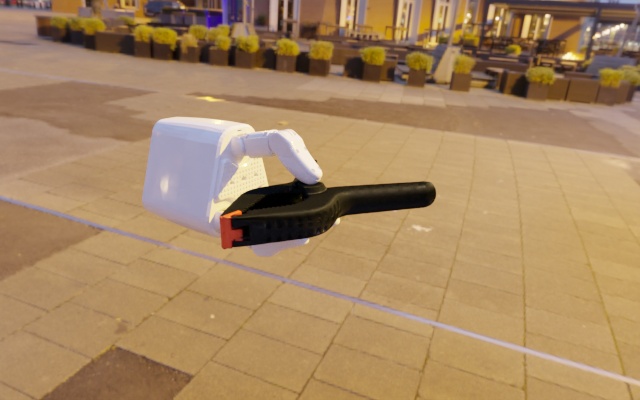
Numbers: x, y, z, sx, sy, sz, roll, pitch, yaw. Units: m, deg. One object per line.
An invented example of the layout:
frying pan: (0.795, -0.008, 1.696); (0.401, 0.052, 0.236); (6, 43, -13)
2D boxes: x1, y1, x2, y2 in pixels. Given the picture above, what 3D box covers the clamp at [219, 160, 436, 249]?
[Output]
clamp: (0.000, 0.001, 0.441); (0.164, 0.036, 0.210); (10, 21, 32)
